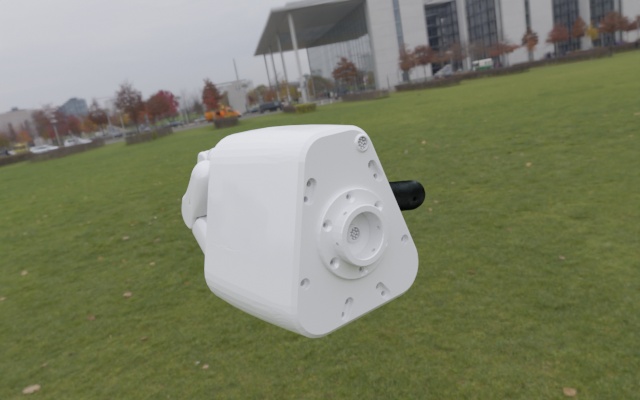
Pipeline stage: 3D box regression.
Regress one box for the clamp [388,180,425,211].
[{"bbox_3d":[0.000,0.001,0.407,0.171,0.039,0.120,-18,13,-33],"label":"clamp"}]
